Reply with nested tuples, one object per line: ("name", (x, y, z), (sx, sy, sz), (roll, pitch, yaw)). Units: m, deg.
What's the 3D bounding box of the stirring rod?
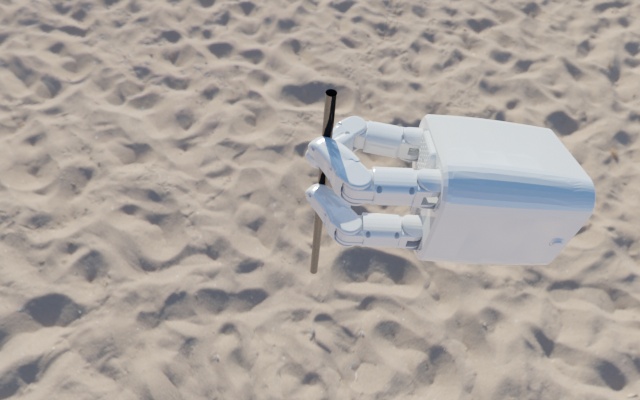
("stirring rod", (0.000, 0.001, 0.416), (0.011, 0.011, 0.240), (0, -38, -4))
